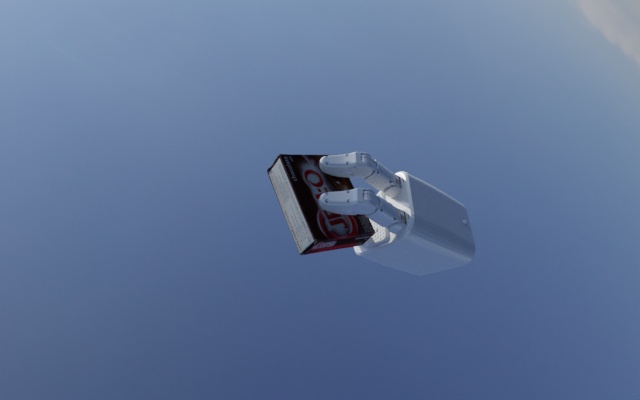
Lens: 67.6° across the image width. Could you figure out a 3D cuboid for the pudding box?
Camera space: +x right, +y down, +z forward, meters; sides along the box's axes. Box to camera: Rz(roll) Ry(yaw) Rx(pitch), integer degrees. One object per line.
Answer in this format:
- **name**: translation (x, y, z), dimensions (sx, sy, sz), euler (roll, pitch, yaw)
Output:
- **pudding box**: translation (0.000, 0.002, 0.542), dimensions (0.090, 0.113, 0.039), euler (-4, -31, -42)
